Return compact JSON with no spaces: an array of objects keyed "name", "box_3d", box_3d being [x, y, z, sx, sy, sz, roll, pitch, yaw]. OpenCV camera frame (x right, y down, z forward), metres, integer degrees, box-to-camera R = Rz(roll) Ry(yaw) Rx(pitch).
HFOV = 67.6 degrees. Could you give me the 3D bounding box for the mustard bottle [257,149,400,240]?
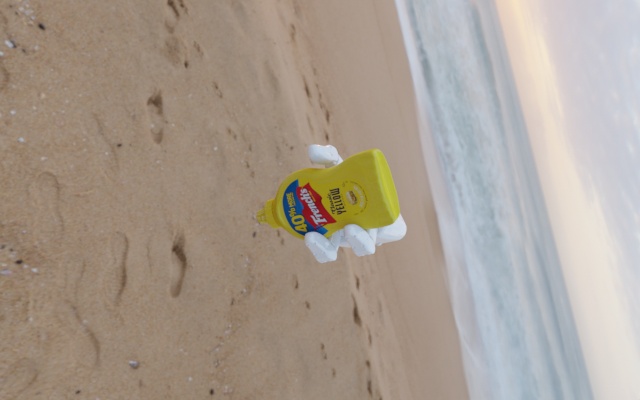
[{"name":"mustard bottle","box_3d":[0.000,0.002,0.625,0.191,0.096,0.058,-14,11,25]}]
